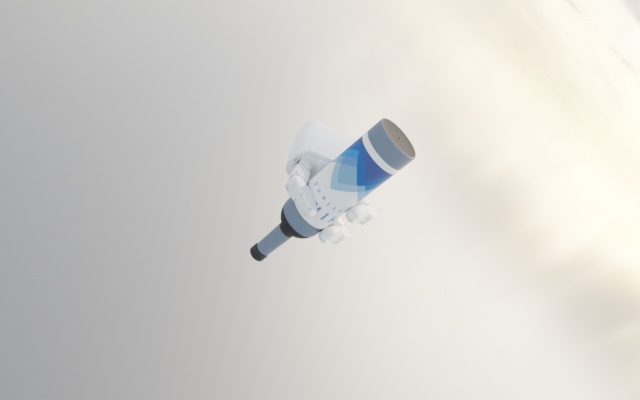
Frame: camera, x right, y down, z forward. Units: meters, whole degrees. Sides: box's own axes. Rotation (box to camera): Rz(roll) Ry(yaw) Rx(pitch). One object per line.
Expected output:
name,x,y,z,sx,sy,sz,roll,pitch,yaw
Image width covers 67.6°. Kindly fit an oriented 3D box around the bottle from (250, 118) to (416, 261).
bottle,0.000,0.002,0.678,0.296,0.069,0.069,-39,-21,28
